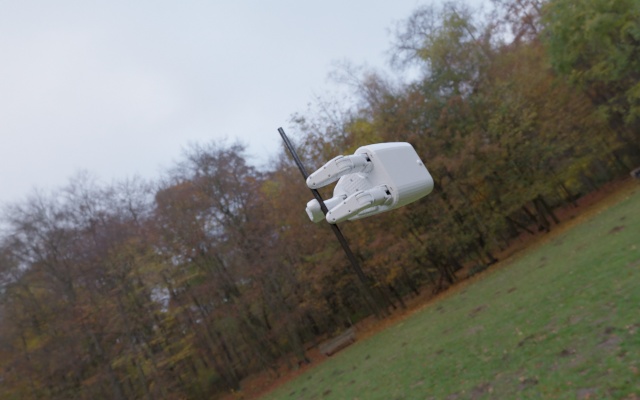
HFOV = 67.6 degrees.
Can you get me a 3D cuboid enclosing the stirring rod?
[{"bbox_3d":[0.000,0.002,0.636,0.011,0.239,0.011,-27,-14,-7],"label":"stirring rod"}]
